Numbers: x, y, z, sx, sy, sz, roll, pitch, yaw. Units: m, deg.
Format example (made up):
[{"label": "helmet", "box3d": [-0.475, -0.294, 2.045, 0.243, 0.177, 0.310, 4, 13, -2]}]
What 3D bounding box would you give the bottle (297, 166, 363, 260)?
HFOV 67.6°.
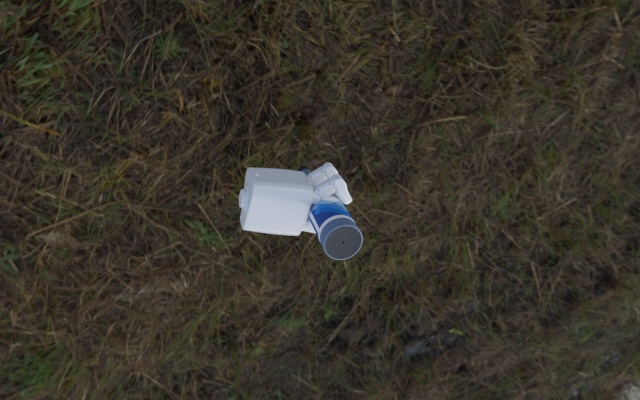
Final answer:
[{"label": "bottle", "box3d": [0.000, 0.003, 0.893, 0.069, 0.069, 0.295, 0, 26, -16]}]
